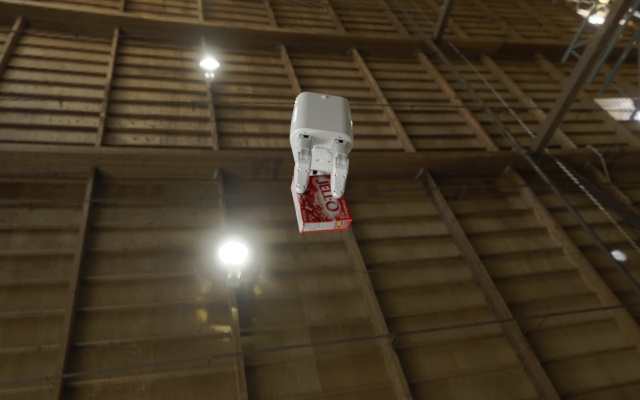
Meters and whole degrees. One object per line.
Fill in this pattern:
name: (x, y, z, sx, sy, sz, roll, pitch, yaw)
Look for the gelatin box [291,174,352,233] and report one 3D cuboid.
gelatin box: (0.000, 0.003, 0.701, 0.073, 0.089, 0.030, -3, -37, -14)
